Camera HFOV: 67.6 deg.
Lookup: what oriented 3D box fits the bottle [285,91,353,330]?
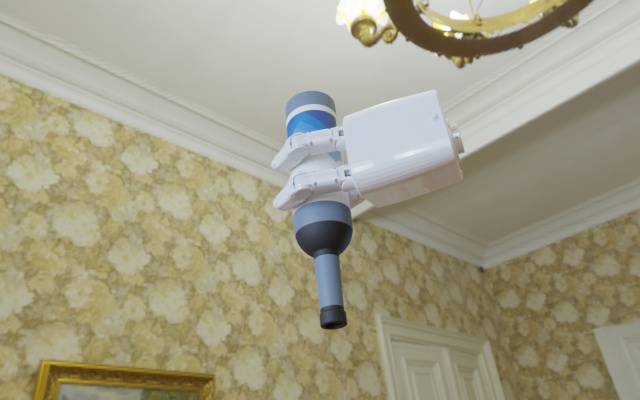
[{"bbox_3d":[0.000,0.002,0.557,0.069,0.295,0.069,-4,-32,-3],"label":"bottle"}]
